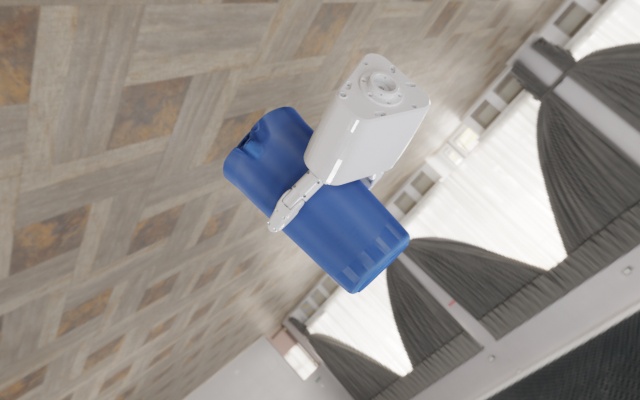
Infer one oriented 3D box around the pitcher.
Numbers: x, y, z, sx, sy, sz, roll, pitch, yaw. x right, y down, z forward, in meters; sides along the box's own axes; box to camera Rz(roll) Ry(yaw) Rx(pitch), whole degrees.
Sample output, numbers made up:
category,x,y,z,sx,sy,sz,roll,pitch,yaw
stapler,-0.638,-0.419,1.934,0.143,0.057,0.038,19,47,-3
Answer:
category,x,y,z,sx,sy,sz,roll,pitch,yaw
pitcher,0.000,0.002,0.638,0.149,0.243,0.145,-35,-16,-37
